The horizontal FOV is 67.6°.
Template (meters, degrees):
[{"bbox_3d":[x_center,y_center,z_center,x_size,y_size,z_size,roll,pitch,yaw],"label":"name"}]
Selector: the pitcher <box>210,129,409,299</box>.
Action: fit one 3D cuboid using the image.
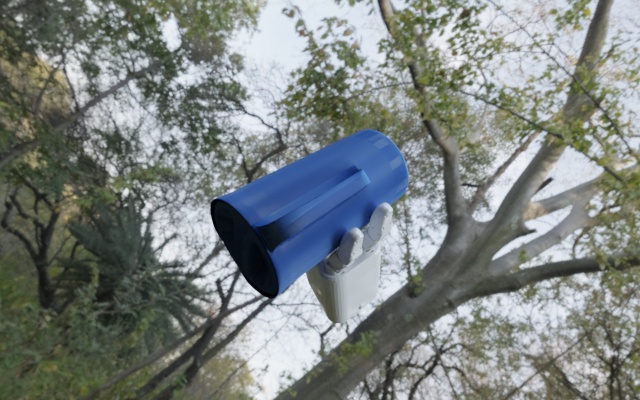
[{"bbox_3d":[0.000,0.002,0.594,0.242,0.145,0.149,-32,46,-28],"label":"pitcher"}]
